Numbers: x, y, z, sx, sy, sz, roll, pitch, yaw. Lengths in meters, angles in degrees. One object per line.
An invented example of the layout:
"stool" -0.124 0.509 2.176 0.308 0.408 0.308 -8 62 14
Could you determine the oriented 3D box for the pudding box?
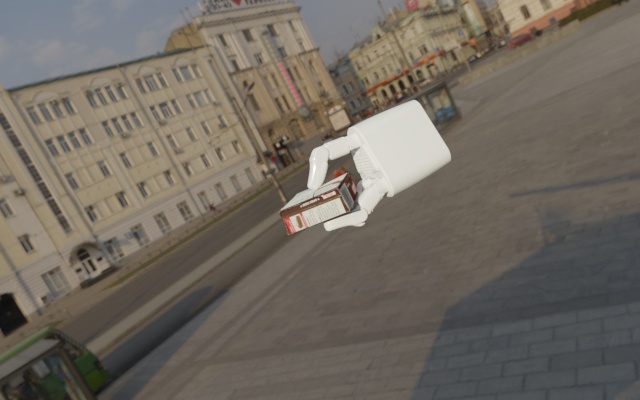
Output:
"pudding box" 0.000 0.002 0.662 0.090 0.039 0.113 -23 7 15
